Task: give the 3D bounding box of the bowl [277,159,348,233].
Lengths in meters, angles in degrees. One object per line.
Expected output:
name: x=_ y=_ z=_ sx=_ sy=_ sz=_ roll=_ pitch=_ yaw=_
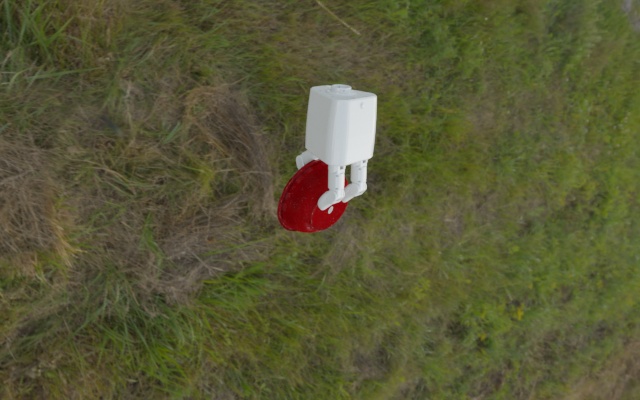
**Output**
bowl: x=0.000 y=0.004 z=0.878 sx=0.055 sy=0.162 sz=0.162 roll=39 pitch=23 yaw=33
